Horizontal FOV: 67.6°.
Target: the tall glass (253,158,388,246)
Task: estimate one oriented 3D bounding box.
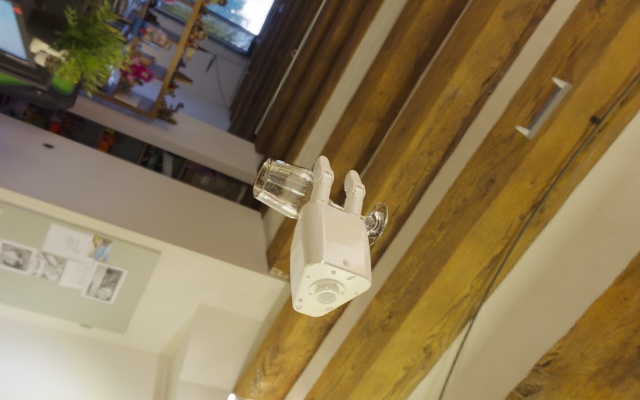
[{"bbox_3d":[0.001,0.003,0.730,0.201,0.079,0.079,23,-9,-21],"label":"tall glass"}]
